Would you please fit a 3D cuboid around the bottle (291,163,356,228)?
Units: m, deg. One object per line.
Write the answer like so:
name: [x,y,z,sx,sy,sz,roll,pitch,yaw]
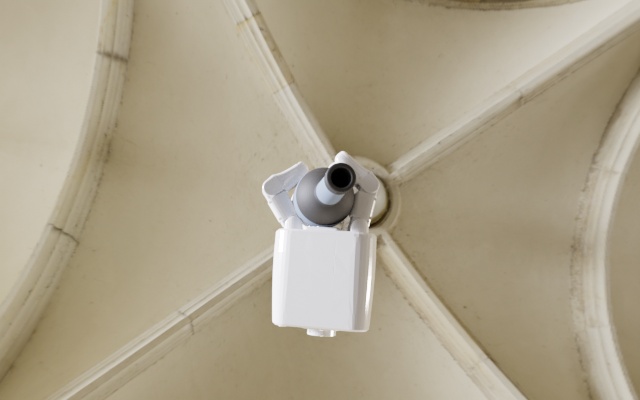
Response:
bottle: [0.000,0.002,0.564,0.069,0.069,0.296,0,-9,-7]
